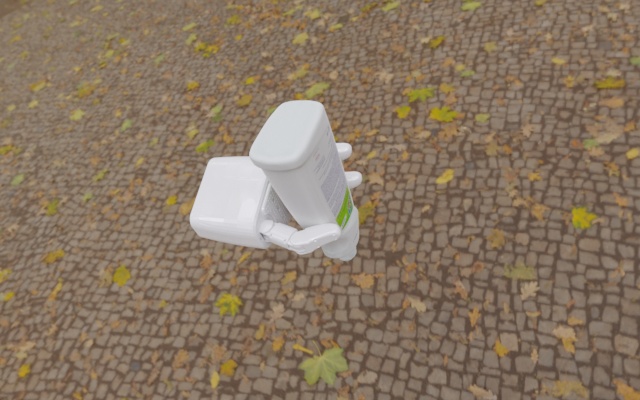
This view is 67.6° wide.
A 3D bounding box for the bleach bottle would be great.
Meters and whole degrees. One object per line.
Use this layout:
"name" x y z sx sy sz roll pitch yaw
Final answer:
"bleach bottle" 0.000 0.002 0.598 0.068 0.102 0.251 6 -37 26
